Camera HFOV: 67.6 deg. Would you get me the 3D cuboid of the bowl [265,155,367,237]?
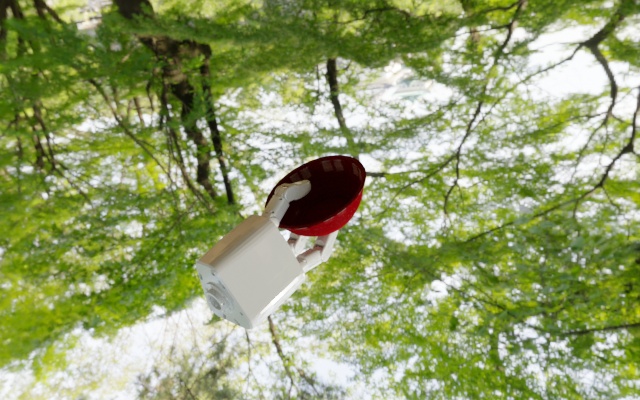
[{"bbox_3d":[0.001,0.002,0.715,0.162,0.055,0.162,-18,36,14],"label":"bowl"}]
